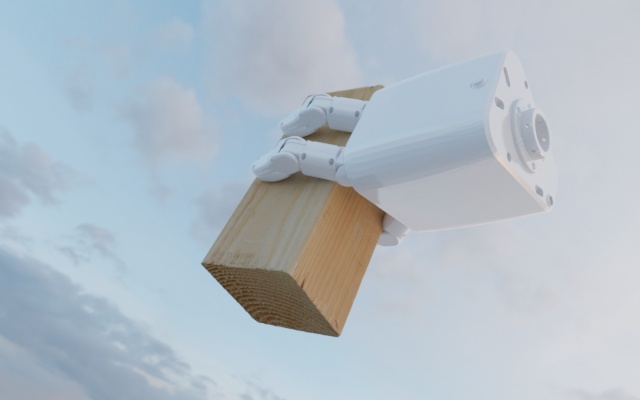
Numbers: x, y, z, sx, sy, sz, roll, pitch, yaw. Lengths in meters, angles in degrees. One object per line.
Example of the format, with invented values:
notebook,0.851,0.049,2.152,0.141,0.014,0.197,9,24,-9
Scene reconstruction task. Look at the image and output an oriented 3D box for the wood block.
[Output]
wood block,0.001,0.001,0.422,0.090,0.206,0.091,0,-43,35
